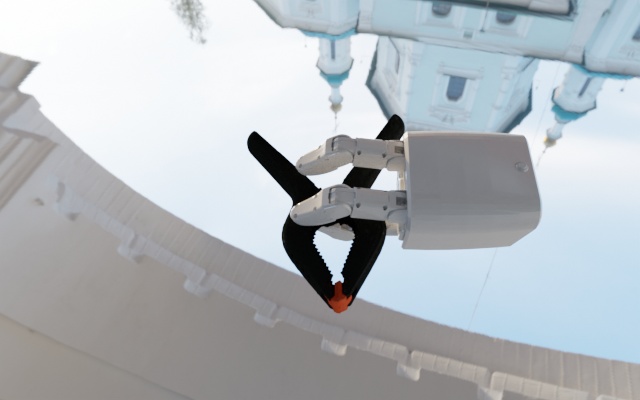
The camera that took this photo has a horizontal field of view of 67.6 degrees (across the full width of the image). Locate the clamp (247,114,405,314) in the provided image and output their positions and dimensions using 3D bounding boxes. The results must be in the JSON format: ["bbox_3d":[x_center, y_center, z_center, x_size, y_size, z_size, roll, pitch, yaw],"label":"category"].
[{"bbox_3d":[0.000,0.002,0.453,0.164,0.209,0.036,-1,-34,8],"label":"clamp"}]
